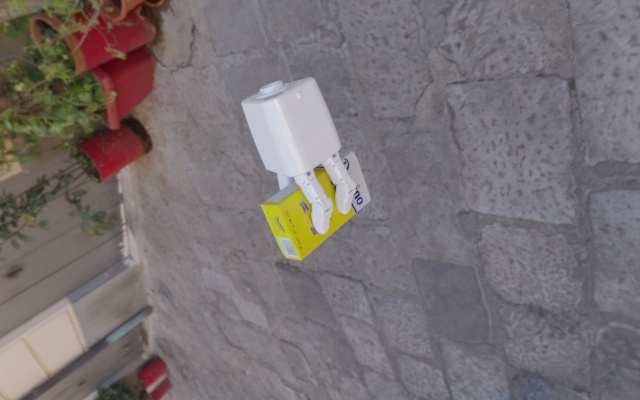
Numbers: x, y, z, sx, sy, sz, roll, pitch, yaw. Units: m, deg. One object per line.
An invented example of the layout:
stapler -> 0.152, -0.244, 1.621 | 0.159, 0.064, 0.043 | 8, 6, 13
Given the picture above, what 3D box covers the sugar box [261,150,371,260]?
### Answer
sugar box -> 0.000, 0.002, 0.716 | 0.048, 0.093, 0.176 | 4, 33, 47
